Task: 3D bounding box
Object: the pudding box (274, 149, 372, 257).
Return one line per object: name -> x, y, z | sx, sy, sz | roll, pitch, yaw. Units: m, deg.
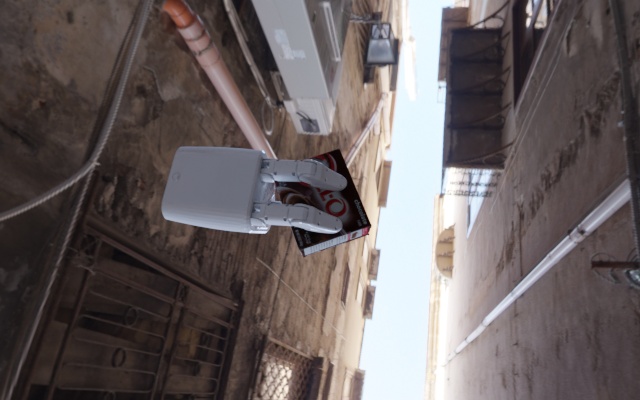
pudding box -> 0.000, 0.002, 0.580 | 0.090, 0.113, 0.039 | -19, -21, -5
